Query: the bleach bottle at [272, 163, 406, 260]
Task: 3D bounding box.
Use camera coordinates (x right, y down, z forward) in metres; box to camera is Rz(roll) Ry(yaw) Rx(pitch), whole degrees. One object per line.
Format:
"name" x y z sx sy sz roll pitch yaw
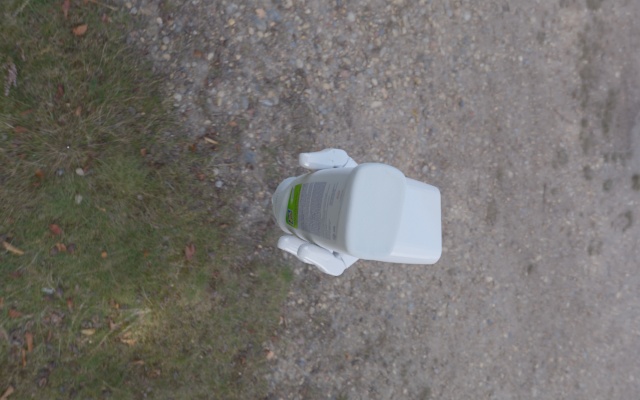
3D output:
"bleach bottle" 0.000 0.002 0.589 0.068 0.102 0.251 9 1 -28
